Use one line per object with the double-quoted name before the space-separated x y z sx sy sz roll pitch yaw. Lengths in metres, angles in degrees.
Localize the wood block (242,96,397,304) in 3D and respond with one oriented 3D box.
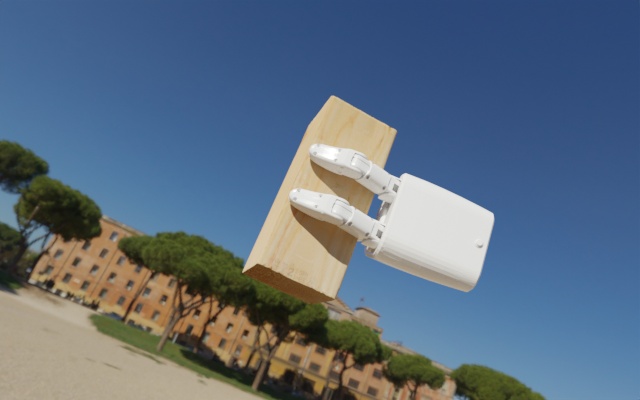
"wood block" 0.000 0.002 0.540 0.090 0.206 0.091 27 -22 -10
